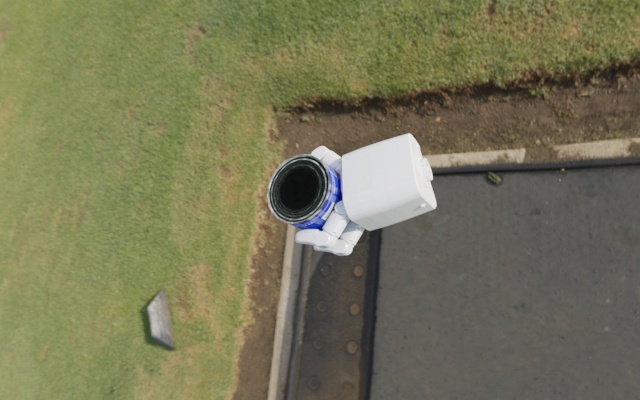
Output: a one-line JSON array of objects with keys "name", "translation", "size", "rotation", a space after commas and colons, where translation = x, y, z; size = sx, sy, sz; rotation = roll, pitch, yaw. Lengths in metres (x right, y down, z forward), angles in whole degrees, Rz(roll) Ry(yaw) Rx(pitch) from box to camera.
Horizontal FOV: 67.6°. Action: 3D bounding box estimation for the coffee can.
[{"name": "coffee can", "translation": [0.000, 0.002, 0.724], "size": [0.103, 0.102, 0.140], "rotation": [0, -16, 29]}]
